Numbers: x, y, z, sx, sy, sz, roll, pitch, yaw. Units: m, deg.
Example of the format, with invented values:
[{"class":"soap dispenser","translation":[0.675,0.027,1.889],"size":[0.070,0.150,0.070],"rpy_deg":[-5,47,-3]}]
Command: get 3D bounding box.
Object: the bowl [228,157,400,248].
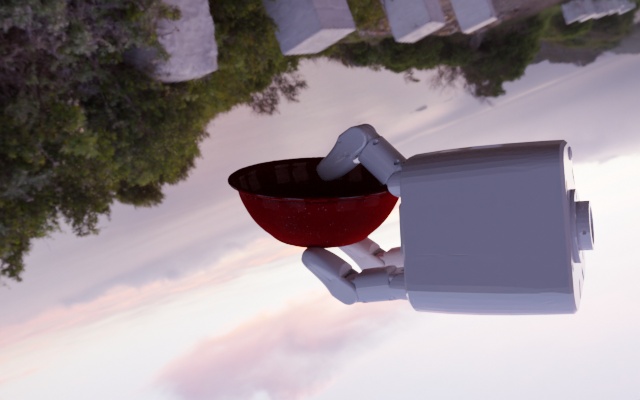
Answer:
[{"class":"bowl","translation":[-0.001,0.002,0.429],"size":[0.162,0.055,0.162],"rpy_deg":[-1,16,0]}]
